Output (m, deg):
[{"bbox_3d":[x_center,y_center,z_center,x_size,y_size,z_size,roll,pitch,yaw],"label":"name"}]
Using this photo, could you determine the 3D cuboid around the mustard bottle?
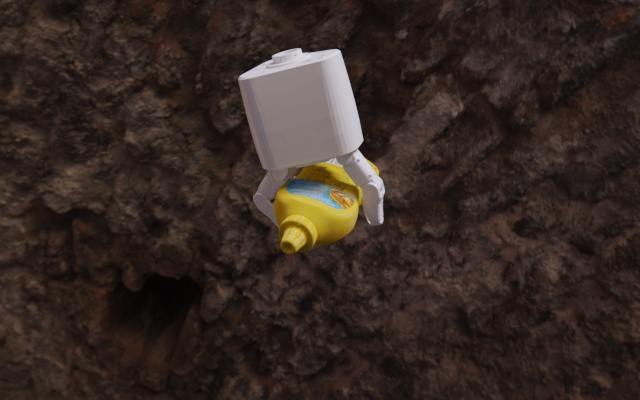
[{"bbox_3d":[0.000,0.002,0.562,0.096,0.058,0.191,19,34,12],"label":"mustard bottle"}]
